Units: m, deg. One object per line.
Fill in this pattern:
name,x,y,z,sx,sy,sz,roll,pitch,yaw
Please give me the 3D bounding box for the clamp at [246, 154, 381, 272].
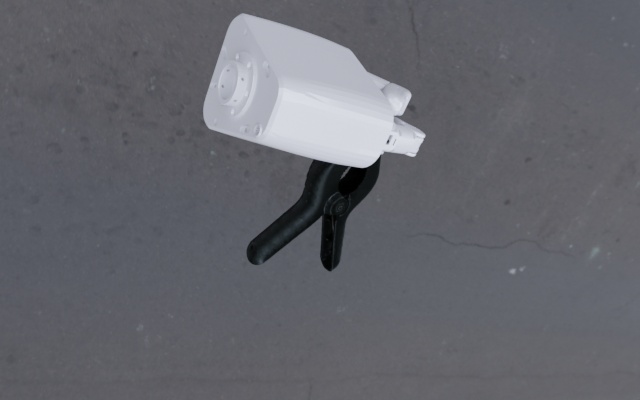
clamp,0.001,0.002,0.463,0.120,0.171,0.039,-2,31,-47
